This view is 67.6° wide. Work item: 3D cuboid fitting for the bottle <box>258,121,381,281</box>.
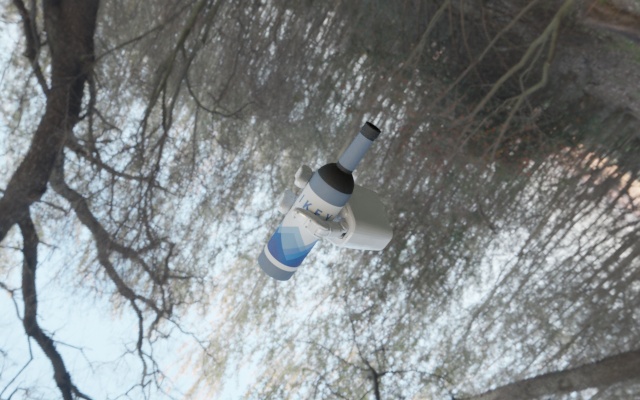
[{"bbox_3d":[0.000,0.003,0.759,0.069,0.296,0.069,29,23,-14],"label":"bottle"}]
